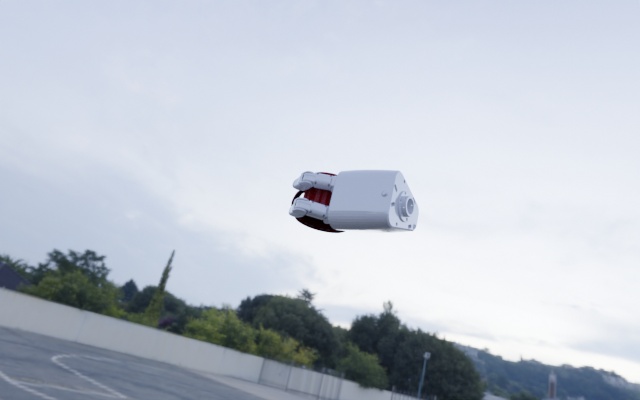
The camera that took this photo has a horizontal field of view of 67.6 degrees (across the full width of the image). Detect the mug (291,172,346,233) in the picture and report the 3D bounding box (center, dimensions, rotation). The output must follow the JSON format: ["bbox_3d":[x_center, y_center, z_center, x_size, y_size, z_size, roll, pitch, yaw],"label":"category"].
[{"bbox_3d":[-0.001,0.003,0.838,0.117,0.081,0.093,0,-24,35],"label":"mug"}]
